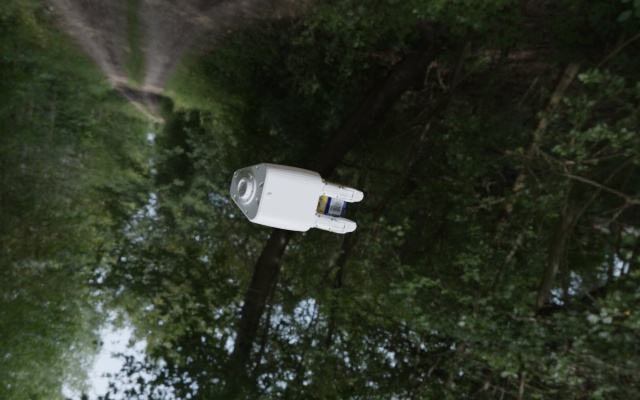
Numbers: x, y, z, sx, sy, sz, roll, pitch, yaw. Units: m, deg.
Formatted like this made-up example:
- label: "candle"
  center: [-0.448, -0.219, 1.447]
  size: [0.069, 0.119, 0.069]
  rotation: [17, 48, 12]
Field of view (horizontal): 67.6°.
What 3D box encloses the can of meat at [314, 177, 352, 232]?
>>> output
- label: "can of meat"
  center: [0.000, 0.003, 0.849]
  size: [0.057, 0.084, 0.102]
  rotation: [10, 6, -42]
